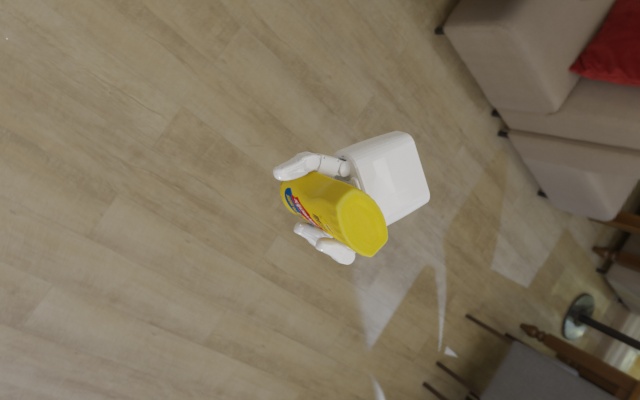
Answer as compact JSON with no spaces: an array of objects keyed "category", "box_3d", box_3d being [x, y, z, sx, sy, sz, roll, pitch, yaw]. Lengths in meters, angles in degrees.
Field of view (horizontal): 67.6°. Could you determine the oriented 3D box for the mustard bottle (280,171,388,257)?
[{"category":"mustard bottle","box_3d":[0.000,0.002,0.616,0.191,0.058,0.096,27,-21,54]}]
